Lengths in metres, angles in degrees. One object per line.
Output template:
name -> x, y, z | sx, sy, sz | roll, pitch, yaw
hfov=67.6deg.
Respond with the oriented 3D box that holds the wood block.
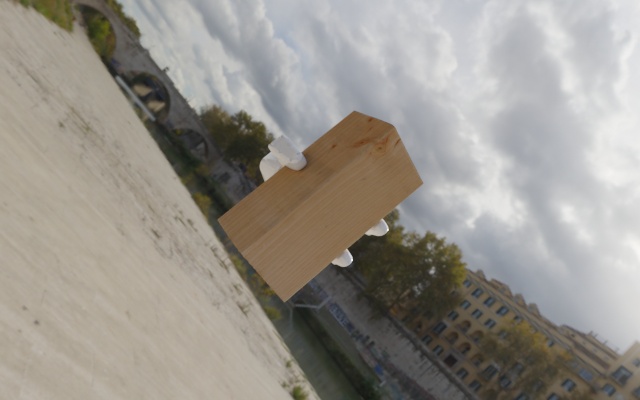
wood block -> 0.000, 0.001, 0.543 | 0.206, 0.091, 0.090 | -40, 33, -8
